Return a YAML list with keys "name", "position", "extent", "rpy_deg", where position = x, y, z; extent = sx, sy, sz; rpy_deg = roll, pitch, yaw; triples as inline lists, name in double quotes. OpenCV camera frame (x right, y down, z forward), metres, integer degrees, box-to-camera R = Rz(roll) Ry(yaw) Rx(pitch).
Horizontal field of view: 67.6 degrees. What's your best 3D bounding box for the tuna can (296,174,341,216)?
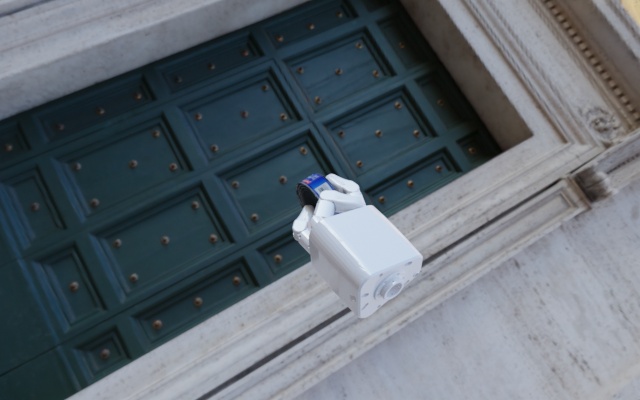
- name: "tuna can"
  position: [0.001, 0.002, 0.730]
  extent: [0.033, 0.086, 0.086]
  rpy_deg: [-32, 12, -20]
